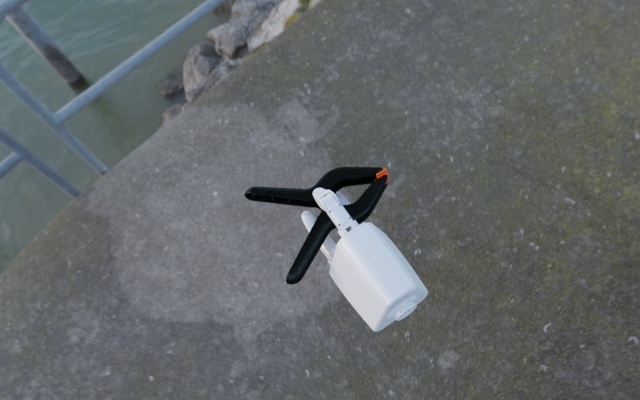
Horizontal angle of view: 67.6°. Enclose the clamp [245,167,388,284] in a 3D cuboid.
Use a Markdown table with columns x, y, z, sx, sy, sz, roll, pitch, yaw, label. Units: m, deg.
| x | y | z | sx | sy | sz | roll | pitch | yaw | label |
| --- | --- | --- | --- | --- | --- | --- | --- | --- | --- |
| 0.001 | 0.002 | 0.698 | 0.210 | 0.164 | 0.036 | -33 | -24 | -8 | clamp |
